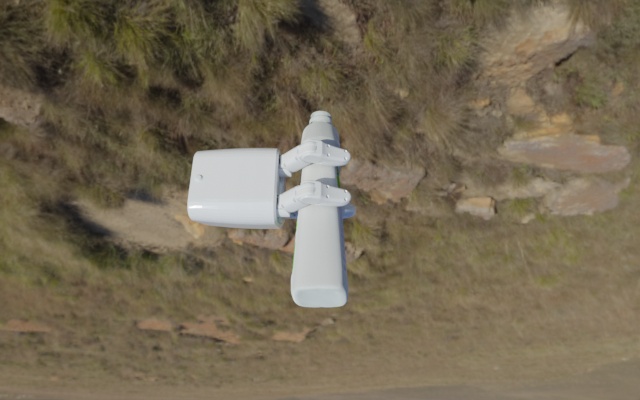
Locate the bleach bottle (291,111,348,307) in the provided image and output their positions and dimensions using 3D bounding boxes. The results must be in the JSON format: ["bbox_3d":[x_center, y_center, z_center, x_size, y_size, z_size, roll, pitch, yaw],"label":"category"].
[{"bbox_3d":[0.000,0.002,0.613,0.068,0.250,0.103,-1,-25,2],"label":"bleach bottle"}]
